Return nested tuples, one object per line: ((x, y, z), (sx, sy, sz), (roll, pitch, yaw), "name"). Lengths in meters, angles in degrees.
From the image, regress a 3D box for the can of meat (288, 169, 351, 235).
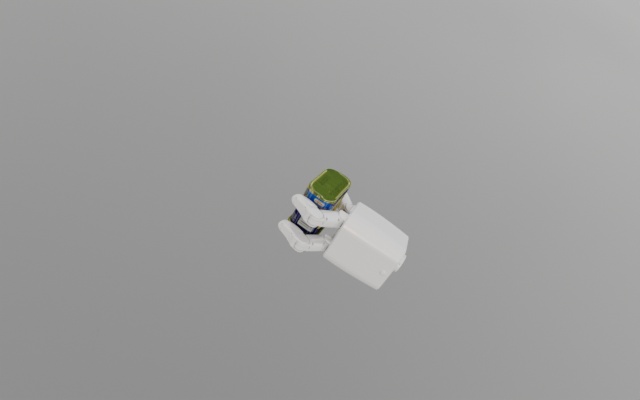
((0.000, 0.002, 0.793), (0.057, 0.084, 0.102), (35, 34, 7), "can of meat")
